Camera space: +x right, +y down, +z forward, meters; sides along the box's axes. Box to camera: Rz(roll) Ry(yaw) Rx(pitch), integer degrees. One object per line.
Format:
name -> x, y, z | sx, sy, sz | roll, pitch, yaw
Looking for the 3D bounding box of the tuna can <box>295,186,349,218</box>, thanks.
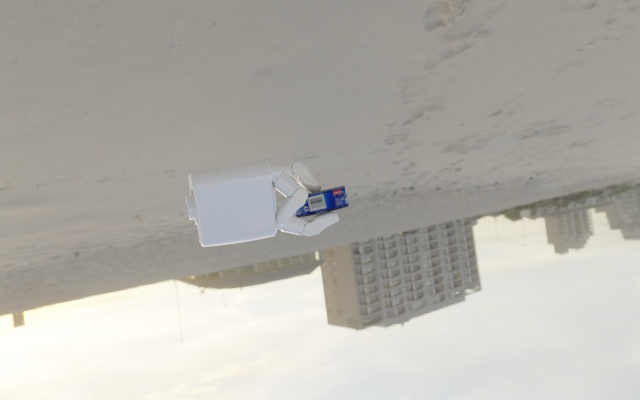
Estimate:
tuna can -> 0.000, 0.003, 0.743 | 0.086, 0.034, 0.086 | -13, 0, 0
